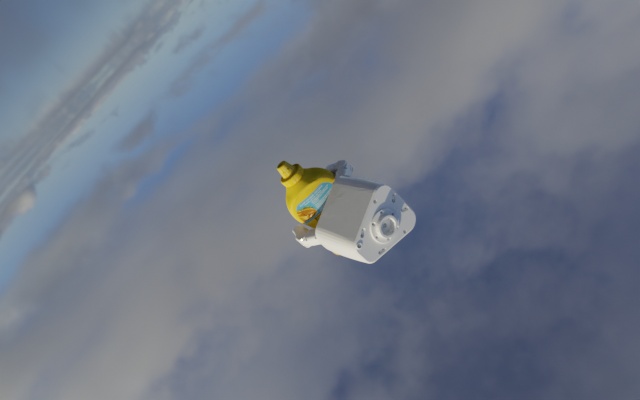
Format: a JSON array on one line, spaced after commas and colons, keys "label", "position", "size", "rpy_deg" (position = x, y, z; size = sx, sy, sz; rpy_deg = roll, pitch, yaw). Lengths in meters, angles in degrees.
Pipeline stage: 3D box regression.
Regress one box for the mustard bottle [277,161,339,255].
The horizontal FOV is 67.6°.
[{"label": "mustard bottle", "position": [0.000, 0.003, 0.790], "size": [0.192, 0.096, 0.058], "rpy_deg": [43, 10, -27]}]
